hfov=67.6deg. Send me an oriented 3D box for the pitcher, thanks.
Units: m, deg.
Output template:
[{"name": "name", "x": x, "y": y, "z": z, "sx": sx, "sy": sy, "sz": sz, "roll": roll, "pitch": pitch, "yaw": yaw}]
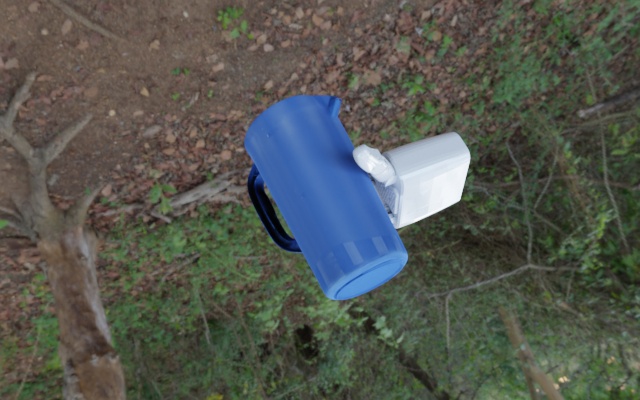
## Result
[{"name": "pitcher", "x": 0.000, "y": 0.002, "z": 0.607, "sx": 0.145, "sy": 0.242, "sz": 0.149, "roll": -20, "pitch": -25, "yaw": -14}]
